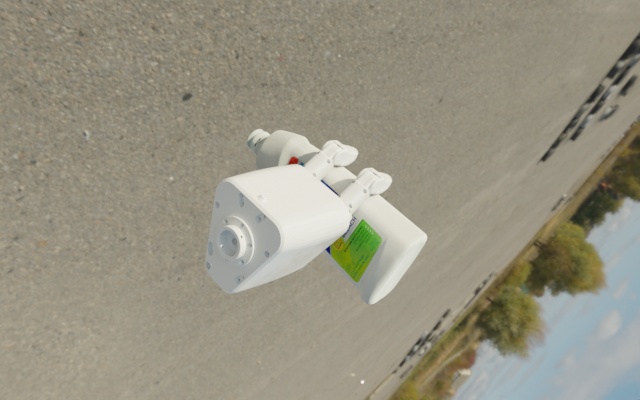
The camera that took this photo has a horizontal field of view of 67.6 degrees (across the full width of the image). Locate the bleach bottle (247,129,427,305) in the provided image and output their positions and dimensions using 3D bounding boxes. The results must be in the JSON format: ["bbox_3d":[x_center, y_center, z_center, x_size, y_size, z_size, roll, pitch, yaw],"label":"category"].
[{"bbox_3d":[0.000,0.002,0.572,0.250,0.103,0.068,41,29,22],"label":"bleach bottle"}]
